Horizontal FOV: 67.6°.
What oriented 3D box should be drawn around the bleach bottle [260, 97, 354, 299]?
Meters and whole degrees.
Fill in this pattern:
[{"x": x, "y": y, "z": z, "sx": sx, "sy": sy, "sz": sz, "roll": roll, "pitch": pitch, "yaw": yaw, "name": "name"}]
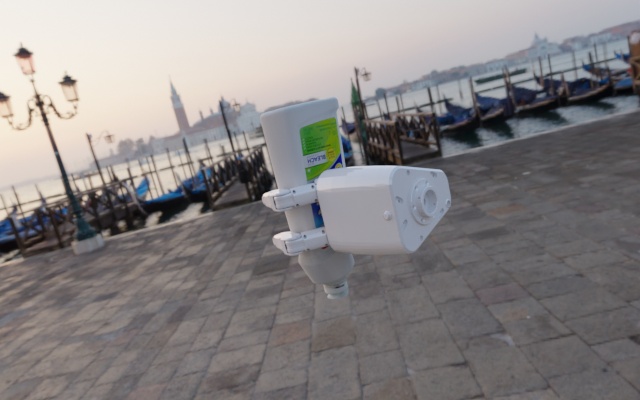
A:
[{"x": 0.000, "y": 0.002, "z": 0.613, "sx": 0.102, "sy": 0.251, "sz": 0.068, "roll": -23, "pitch": 14, "yaw": -41, "name": "bleach bottle"}]
